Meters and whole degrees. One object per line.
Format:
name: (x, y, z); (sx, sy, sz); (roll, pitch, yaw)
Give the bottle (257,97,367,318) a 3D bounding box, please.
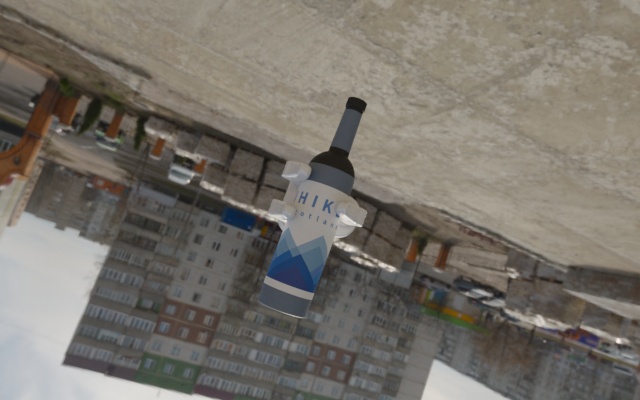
bottle: (0.000, 0.002, 0.631); (0.069, 0.295, 0.069); (20, -7, 2)
